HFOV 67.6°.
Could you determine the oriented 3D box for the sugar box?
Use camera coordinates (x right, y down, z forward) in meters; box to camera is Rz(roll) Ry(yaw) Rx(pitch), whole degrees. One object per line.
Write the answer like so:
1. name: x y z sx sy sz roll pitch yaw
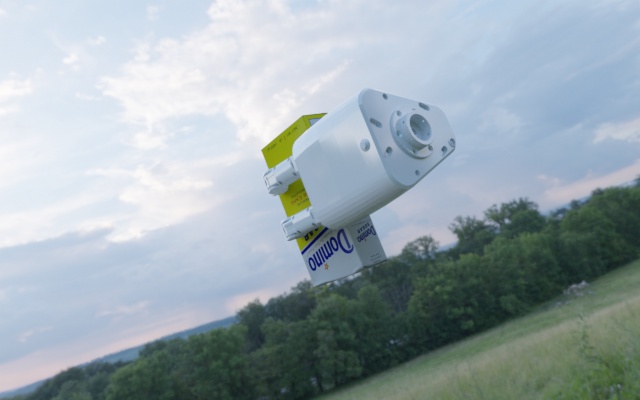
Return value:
1. sugar box: 0.000 0.002 0.537 0.048 0.176 0.093 -12 -12 -41
